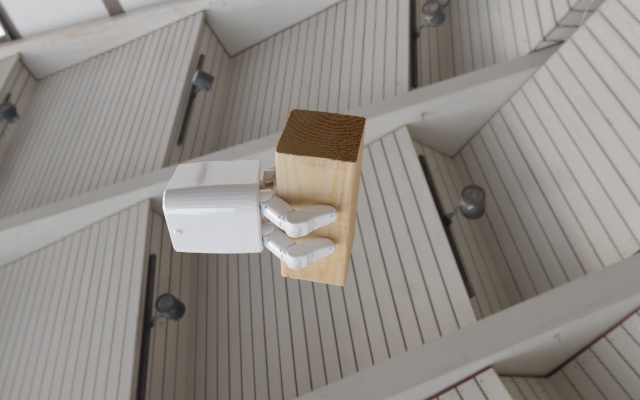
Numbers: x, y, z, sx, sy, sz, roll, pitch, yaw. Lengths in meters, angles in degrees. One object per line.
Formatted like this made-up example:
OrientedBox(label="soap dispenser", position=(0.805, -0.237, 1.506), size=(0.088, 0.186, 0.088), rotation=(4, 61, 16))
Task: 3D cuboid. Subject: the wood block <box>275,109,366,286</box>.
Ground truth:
OrientedBox(label="wood block", position=(0.000, 0.002, 0.594), size=(0.090, 0.206, 0.090), rotation=(8, 43, 6))
